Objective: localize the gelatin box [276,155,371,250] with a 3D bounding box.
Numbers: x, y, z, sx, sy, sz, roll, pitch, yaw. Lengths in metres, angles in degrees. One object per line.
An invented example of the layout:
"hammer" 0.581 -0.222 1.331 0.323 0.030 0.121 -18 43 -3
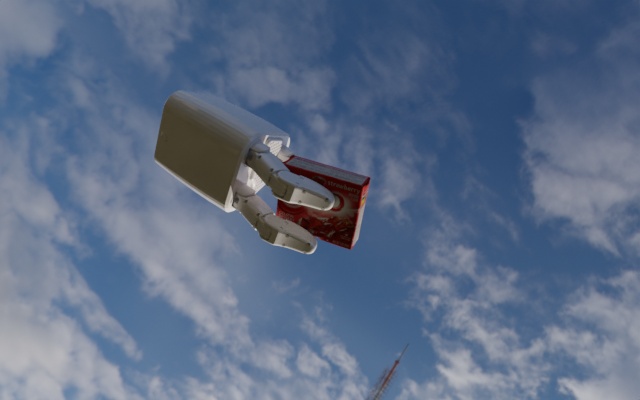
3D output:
"gelatin box" 0.001 0.002 0.487 0.089 0.073 0.030 17 28 15
